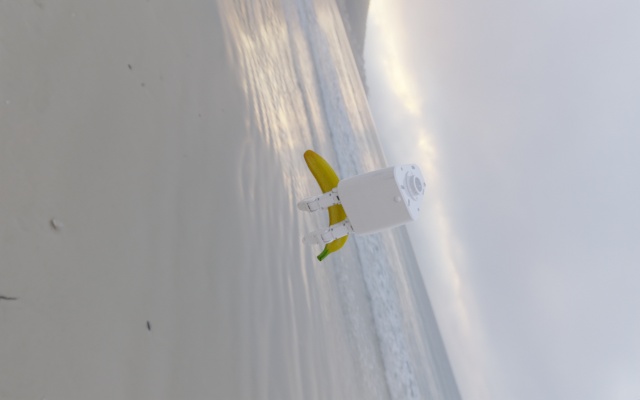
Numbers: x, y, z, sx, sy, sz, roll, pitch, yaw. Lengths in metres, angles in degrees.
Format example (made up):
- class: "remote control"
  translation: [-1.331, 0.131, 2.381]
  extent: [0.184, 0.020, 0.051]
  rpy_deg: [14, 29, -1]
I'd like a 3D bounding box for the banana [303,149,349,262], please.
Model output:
- class: "banana"
  translation: [0.016, 0.004, 0.846]
  extent: [0.069, 0.198, 0.037]
  rpy_deg: [-6, -4, -31]
